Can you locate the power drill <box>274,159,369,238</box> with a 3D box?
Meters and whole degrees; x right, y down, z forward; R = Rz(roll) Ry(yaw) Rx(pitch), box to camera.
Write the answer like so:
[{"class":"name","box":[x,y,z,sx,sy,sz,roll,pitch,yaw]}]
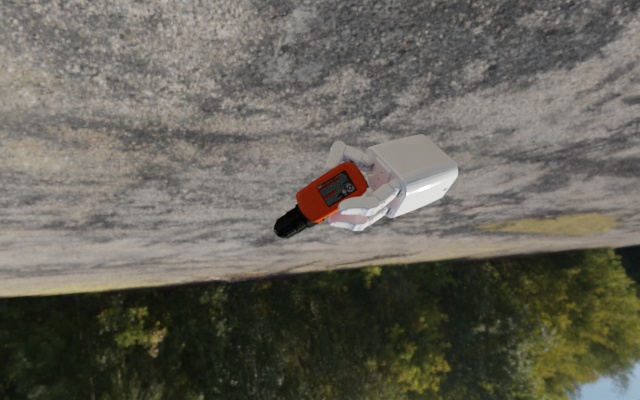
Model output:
[{"class":"power drill","box":[0.000,0.002,0.779,0.184,0.057,0.187,-34,-2,-4]}]
